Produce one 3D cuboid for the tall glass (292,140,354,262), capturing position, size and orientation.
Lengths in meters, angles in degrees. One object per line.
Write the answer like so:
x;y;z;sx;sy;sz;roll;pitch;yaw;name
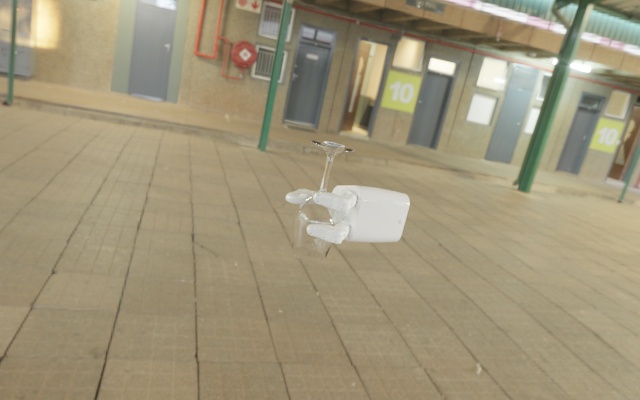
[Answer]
0.000;0.002;0.820;0.079;0.201;0.079;12;15;-3;tall glass
